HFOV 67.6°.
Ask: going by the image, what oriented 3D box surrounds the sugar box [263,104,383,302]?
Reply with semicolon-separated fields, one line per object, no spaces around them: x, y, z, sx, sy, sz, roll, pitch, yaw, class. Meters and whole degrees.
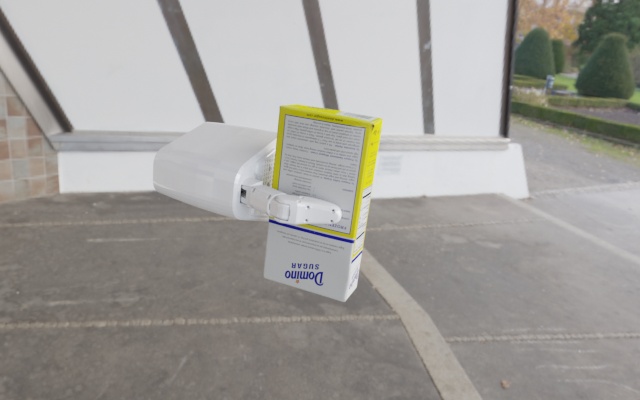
0.000;0.001;0.466;0.093;0.176;0.048;14;20;19;sugar box
